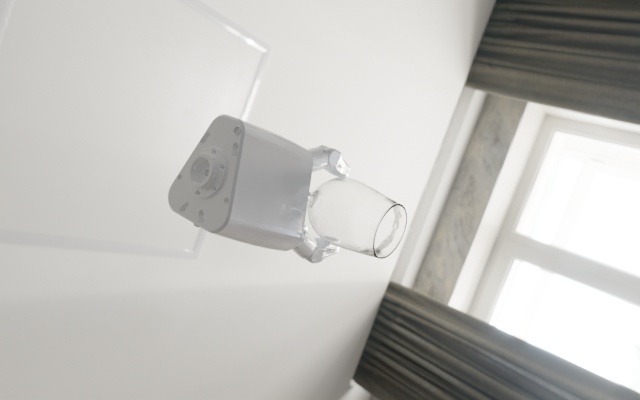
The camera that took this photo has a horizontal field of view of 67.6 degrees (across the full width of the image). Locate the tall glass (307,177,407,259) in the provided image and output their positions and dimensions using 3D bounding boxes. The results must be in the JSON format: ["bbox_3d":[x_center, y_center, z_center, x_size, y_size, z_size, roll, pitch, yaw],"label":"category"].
[{"bbox_3d":[0.000,0.002,0.559,0.201,0.079,0.079,23,14,36],"label":"tall glass"}]
